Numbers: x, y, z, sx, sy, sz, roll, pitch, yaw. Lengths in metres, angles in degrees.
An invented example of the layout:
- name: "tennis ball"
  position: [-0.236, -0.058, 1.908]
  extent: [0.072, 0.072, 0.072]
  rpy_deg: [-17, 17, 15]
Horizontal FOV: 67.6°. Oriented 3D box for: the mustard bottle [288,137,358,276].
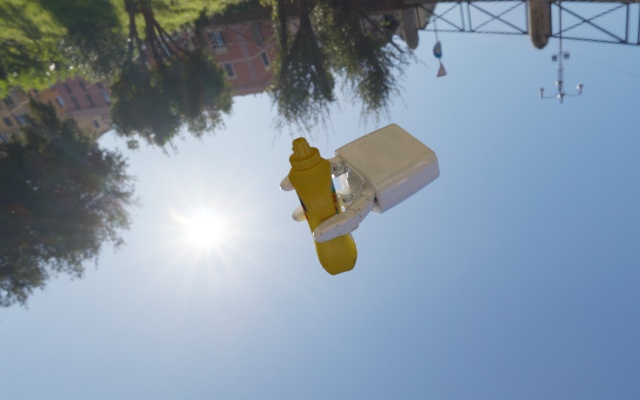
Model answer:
- name: "mustard bottle"
  position: [0.000, 0.002, 0.647]
  extent: [0.058, 0.192, 0.096]
  rpy_deg: [-16, 30, 4]
